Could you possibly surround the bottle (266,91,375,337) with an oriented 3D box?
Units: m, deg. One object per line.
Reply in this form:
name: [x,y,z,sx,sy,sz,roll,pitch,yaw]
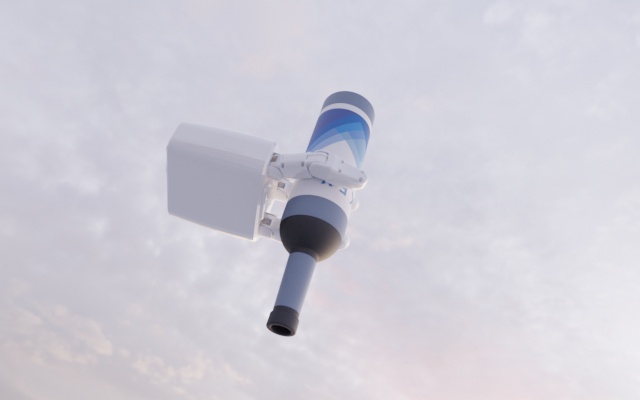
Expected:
bottle: [0.000,0.001,0.506,0.069,0.295,0.069,11,-38,9]
